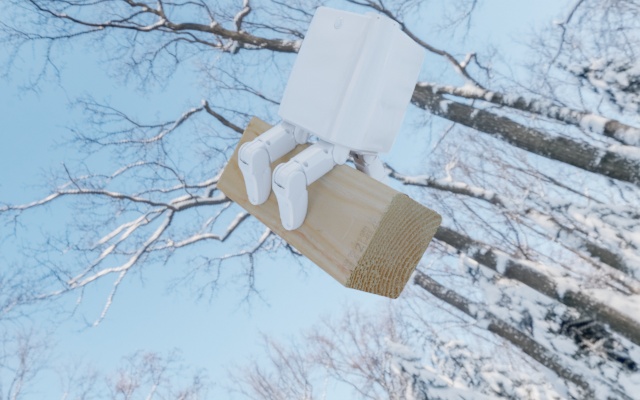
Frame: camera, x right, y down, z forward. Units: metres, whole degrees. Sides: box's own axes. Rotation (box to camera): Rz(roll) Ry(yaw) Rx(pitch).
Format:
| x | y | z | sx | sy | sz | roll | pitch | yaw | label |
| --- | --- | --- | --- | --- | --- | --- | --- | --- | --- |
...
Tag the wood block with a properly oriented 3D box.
| x | y | z | sx | sy | sz | roll | pitch | yaw | label |
| --- | --- | --- | --- | --- | --- | --- | --- | --- | --- |
| 0.000 | 0.001 | 0.472 | 0.206 | 0.090 | 0.091 | 32 | 6 | 41 | wood block |
